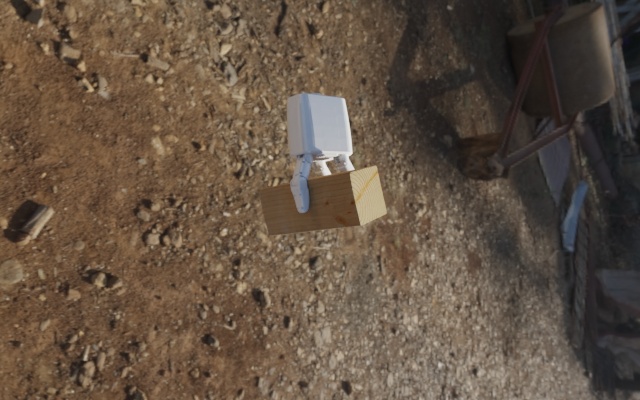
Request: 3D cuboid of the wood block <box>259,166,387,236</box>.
[{"bbox_3d":[0.000,0.002,0.857,0.206,0.090,0.091,-9,5,38],"label":"wood block"}]
